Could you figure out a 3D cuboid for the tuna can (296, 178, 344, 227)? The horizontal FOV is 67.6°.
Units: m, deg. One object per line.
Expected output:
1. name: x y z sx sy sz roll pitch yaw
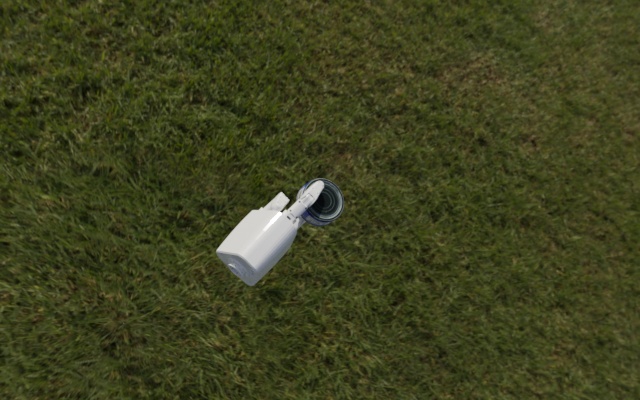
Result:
1. tuna can: 0.000 0.003 0.888 0.086 0.086 0.034 0 -17 -27
